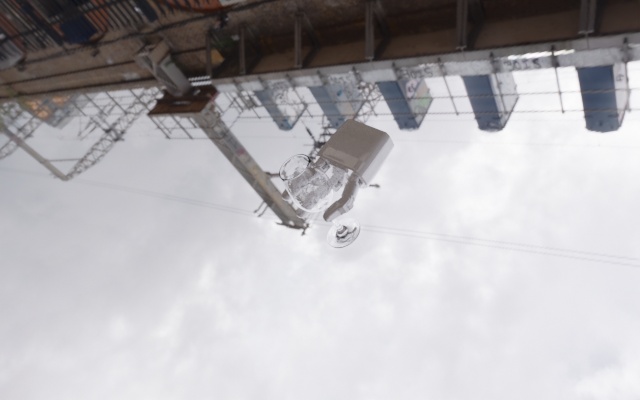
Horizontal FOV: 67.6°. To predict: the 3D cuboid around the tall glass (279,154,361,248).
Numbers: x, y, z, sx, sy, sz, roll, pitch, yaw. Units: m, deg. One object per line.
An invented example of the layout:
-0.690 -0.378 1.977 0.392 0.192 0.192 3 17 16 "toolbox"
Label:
0.000 0.003 0.893 0.079 0.079 0.201 0 -38 37 "tall glass"
